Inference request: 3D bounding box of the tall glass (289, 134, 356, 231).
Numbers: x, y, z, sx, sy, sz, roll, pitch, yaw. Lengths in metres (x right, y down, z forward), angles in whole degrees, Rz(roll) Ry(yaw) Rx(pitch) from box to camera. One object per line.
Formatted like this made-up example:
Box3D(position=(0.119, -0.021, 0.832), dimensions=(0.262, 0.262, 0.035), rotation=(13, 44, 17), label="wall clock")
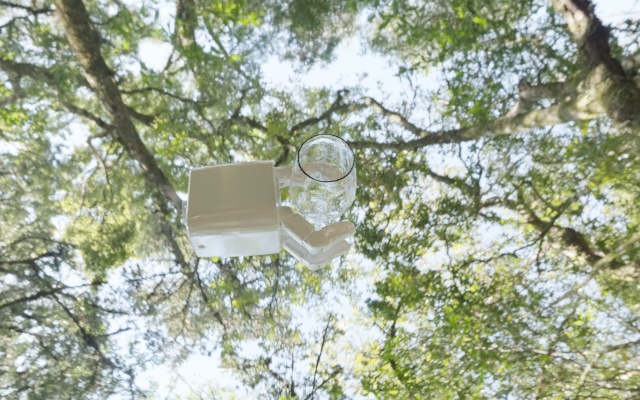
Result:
Box3D(position=(0.000, 0.002, 0.589), dimensions=(0.079, 0.079, 0.201), rotation=(0, -28, -4), label="tall glass")
